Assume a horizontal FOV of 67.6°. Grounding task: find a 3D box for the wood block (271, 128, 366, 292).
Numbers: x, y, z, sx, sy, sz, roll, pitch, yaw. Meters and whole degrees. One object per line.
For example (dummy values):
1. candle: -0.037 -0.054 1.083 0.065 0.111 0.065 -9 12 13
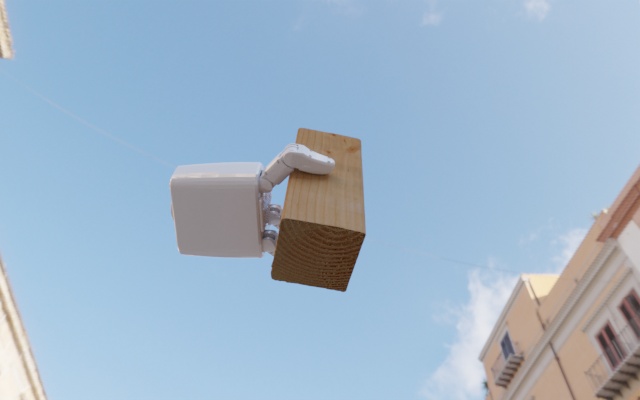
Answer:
1. wood block: 0.000 0.002 0.592 0.090 0.091 0.206 11 35 -5
